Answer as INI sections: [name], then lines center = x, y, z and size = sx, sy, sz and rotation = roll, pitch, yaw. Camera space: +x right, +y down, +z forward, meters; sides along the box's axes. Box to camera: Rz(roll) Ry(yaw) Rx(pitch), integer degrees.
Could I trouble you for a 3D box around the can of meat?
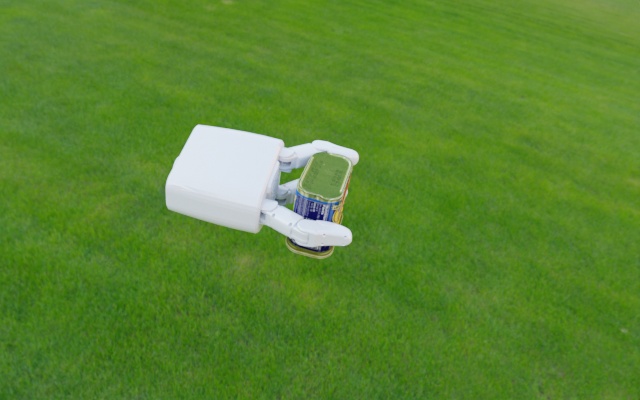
[can of meat]
center = 0.000, 0.002, 0.559
size = 0.057, 0.084, 0.102
rotation = 15, 36, 5
